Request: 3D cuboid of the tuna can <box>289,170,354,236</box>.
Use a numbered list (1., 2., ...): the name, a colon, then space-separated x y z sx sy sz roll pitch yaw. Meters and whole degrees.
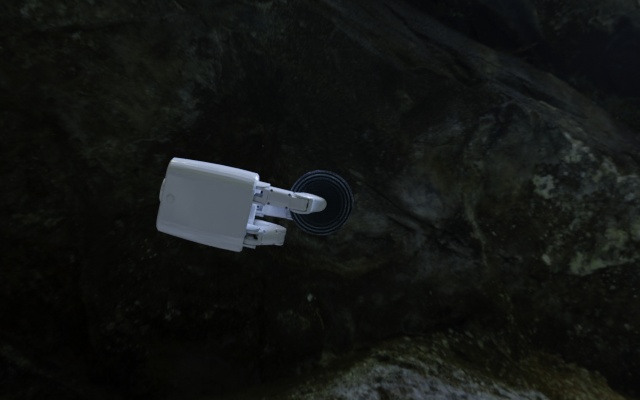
1. tuna can: 0.000 0.002 0.641 0.086 0.086 0.034 0 5 -1
